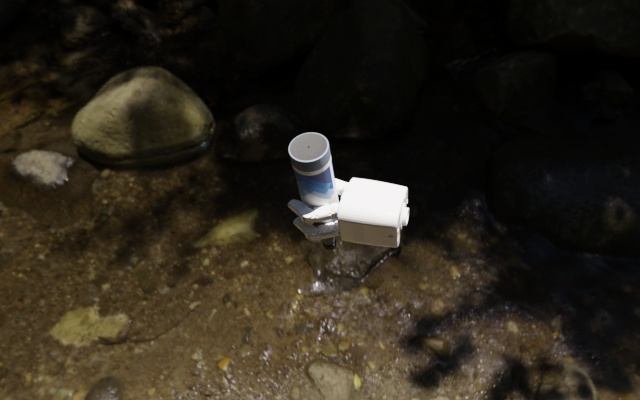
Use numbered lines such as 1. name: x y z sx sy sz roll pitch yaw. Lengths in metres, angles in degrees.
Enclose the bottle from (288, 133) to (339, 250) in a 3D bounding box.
1. bottle: 0.000 0.003 0.886 0.069 0.069 0.296 0 -38 10
